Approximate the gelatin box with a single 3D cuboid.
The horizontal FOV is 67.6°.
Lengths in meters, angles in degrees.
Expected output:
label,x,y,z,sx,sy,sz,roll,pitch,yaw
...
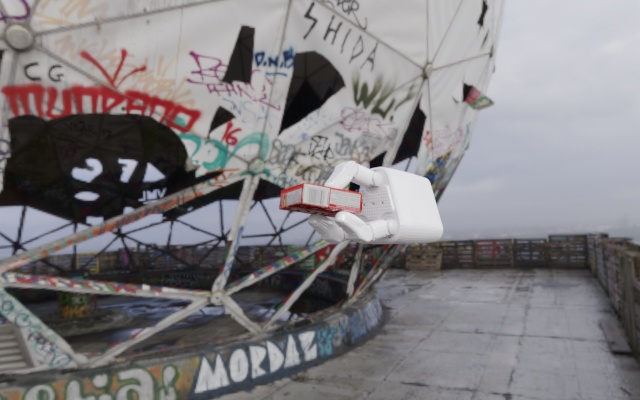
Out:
label,x,y,z,sx,sy,sz,roll,pitch,yaw
gelatin box,0.000,0.002,0.634,0.089,0.030,0.073,10,-11,-27
